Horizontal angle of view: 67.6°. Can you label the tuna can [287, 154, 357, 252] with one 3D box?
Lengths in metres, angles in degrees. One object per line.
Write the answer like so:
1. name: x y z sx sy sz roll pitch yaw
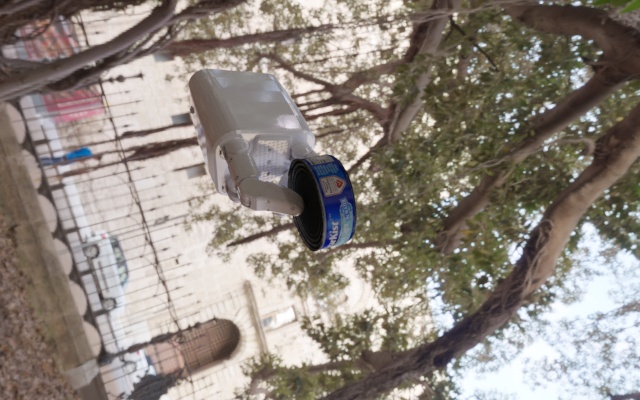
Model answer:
1. tuna can: 0.001 0.001 0.437 0.034 0.086 0.086 -12 4 -20
